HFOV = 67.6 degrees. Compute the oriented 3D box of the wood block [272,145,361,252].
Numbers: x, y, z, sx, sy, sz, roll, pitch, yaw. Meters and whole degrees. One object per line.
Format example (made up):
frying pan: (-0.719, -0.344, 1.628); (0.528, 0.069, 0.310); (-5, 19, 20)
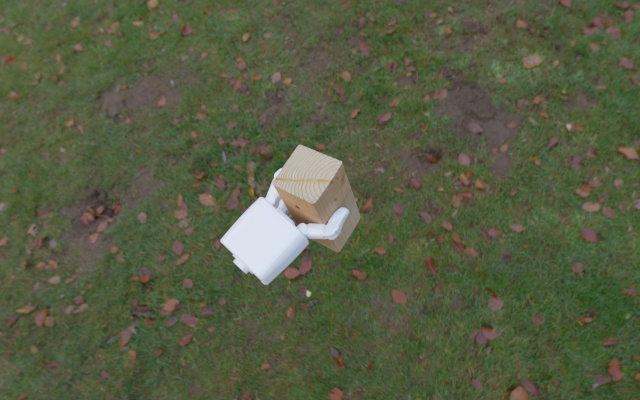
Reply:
wood block: (0.000, 0.003, 0.872); (0.091, 0.090, 0.206); (25, -19, 25)
